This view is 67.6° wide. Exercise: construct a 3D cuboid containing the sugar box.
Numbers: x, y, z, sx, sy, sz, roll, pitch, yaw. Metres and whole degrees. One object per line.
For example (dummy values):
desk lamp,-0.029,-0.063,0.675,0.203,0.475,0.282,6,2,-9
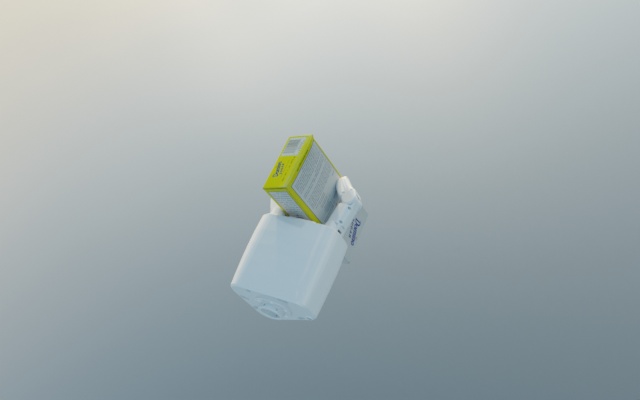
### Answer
sugar box,0.000,0.002,0.660,0.048,0.093,0.176,1,-37,35
